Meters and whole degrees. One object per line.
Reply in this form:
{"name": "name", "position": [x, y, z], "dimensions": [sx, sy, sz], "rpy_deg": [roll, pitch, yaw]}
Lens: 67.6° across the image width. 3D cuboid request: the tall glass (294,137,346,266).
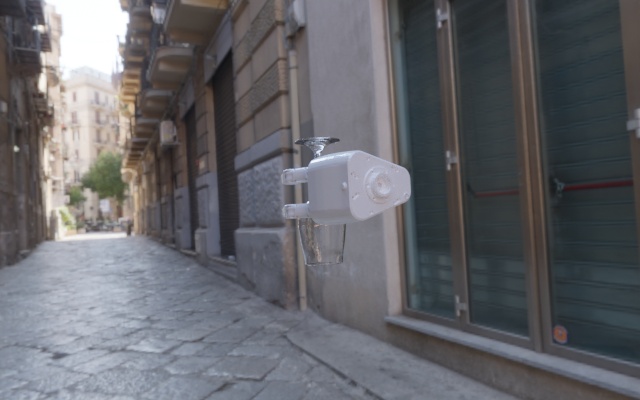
{"name": "tall glass", "position": [0.000, 0.002, 0.776], "dimensions": [0.079, 0.201, 0.079], "rpy_deg": [-3, -2, 0]}
